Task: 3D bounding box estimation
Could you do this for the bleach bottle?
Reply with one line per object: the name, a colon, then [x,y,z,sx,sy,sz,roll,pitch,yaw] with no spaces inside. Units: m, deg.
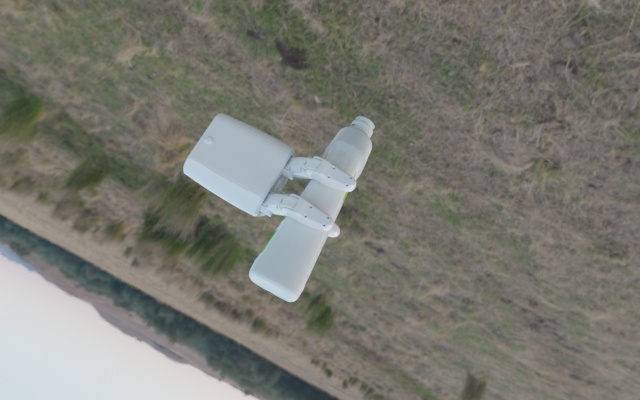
bleach bottle: [0.000,0.002,0.610,0.068,0.250,0.102,29,-18,1]
